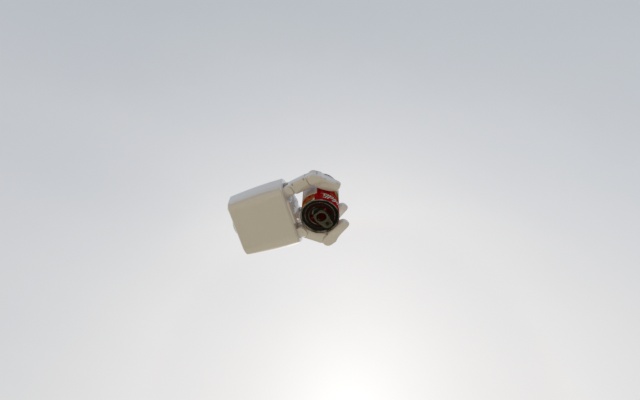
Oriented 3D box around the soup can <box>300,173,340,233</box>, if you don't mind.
[{"bbox_3d":[0.001,0.002,0.857,0.068,0.068,0.102,0,31,2],"label":"soup can"}]
